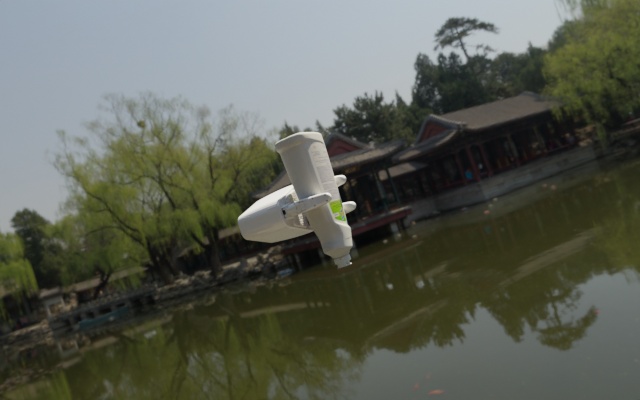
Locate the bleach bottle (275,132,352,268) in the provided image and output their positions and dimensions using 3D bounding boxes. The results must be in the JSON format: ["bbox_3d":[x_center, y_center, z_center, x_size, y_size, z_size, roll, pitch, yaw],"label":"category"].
[{"bbox_3d":[0.000,0.003,0.875,0.068,0.251,0.102,-20,-2,29],"label":"bleach bottle"}]
